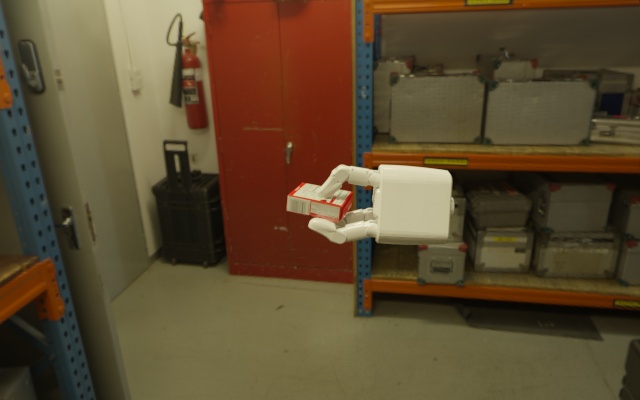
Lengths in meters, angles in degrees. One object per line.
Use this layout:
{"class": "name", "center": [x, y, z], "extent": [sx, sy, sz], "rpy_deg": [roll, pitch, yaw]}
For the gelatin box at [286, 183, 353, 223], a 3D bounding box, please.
{"class": "gelatin box", "center": [0.000, 0.002, 0.748], "extent": [0.089, 0.030, 0.073], "rpy_deg": [12, 21, 13]}
